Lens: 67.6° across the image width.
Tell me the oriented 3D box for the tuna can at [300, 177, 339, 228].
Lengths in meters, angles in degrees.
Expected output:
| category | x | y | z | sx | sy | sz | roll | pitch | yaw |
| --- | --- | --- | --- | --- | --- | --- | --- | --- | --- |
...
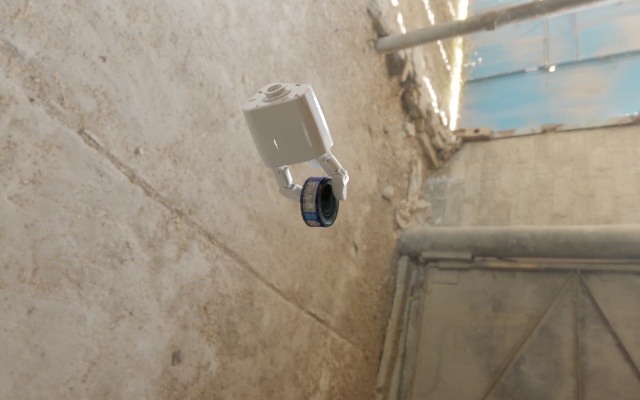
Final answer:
| category | x | y | z | sx | sy | sz | roll | pitch | yaw |
| --- | --- | --- | --- | --- | --- | --- | --- | --- | --- |
| tuna can | 0.001 | 0.003 | 0.801 | 0.034 | 0.086 | 0.086 | 1 | 0 | 26 |
